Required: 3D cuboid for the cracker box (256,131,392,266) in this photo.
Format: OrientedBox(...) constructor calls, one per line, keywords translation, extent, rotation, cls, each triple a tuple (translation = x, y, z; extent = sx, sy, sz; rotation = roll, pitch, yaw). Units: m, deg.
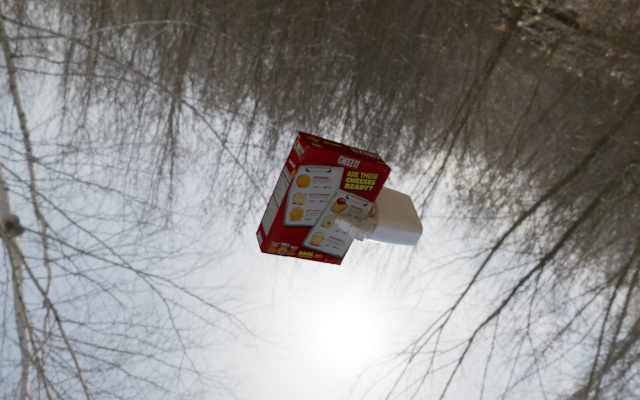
OrientedBox(translation=(0.000, 0.003, 0.837), extent=(0.164, 0.214, 0.072), rotation=(13, 25, -27), cls="cracker box")
